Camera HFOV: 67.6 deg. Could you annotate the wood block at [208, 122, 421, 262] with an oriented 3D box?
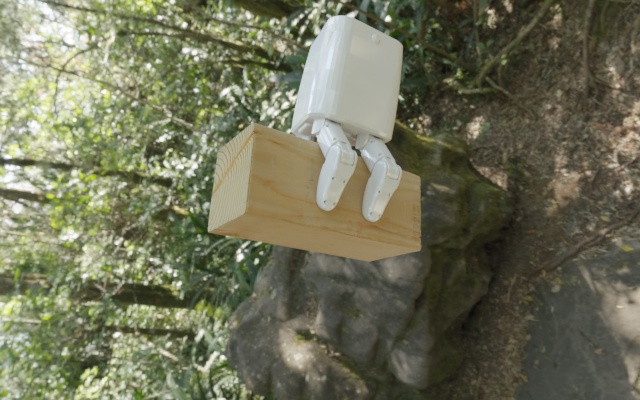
[{"bbox_3d":[0.000,0.001,0.503,0.206,0.090,0.091,14,-21,-31],"label":"wood block"}]
